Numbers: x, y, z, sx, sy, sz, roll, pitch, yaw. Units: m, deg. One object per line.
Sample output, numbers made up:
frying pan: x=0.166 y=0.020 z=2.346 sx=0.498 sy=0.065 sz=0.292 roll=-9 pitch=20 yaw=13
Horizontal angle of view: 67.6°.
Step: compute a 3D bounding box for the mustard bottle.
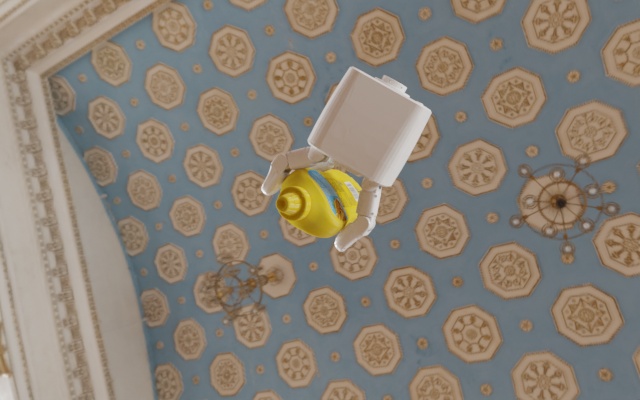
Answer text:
mustard bottle: x=0.000 y=0.002 z=0.622 sx=0.058 sy=0.096 sz=0.191 roll=-36 pitch=-15 yaw=22
